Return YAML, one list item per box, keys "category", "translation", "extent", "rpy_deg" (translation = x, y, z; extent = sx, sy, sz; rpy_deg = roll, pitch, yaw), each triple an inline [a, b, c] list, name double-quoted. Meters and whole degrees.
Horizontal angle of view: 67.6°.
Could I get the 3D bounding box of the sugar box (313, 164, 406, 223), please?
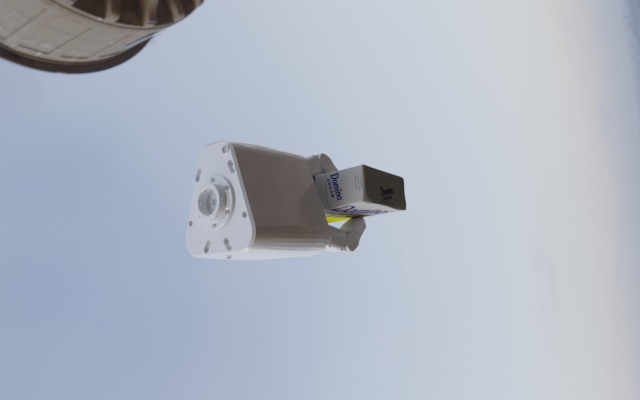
- category: "sugar box"
  translation: [0.000, 0.002, 0.556]
  extent: [0.176, 0.048, 0.093]
  rpy_deg: [-9, -11, 36]
